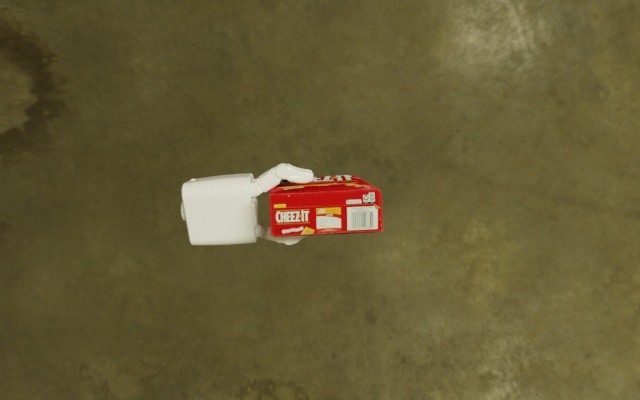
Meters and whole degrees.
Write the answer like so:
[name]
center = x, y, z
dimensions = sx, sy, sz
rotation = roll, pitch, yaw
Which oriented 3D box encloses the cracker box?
[cracker box]
center = 0.000, 0.003, 0.780
dimensions = 0.164, 0.072, 0.213
rotation = -3, 8, -4
